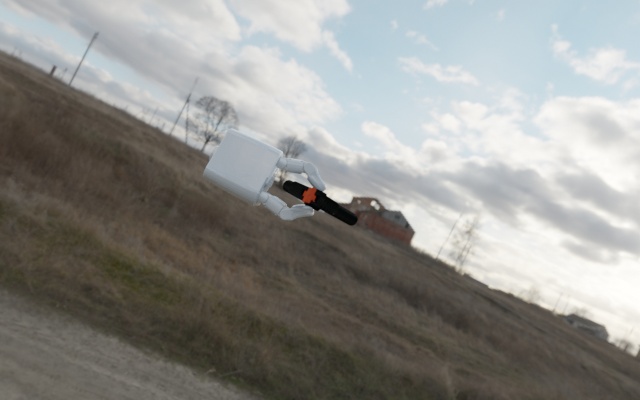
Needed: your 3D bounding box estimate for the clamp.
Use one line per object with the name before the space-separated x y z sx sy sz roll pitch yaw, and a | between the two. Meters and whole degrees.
clamp | 0.000 0.002 0.866 0.164 0.036 0.210 27 -1 0
